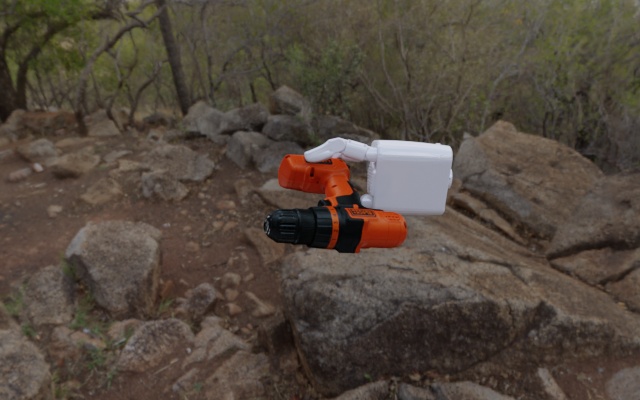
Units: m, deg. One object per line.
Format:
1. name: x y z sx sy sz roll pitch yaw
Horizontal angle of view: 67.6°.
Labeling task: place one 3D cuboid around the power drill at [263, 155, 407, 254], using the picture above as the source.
1. power drill: 0.000 0.002 0.638 0.184 0.057 0.187 5 28 -23
